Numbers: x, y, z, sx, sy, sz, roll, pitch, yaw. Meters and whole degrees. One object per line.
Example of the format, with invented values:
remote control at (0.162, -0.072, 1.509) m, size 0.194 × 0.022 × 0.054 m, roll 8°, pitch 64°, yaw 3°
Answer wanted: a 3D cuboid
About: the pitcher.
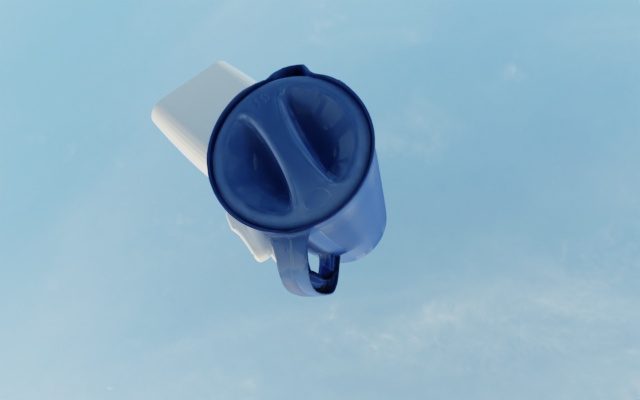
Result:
pitcher at (0.000, 0.001, 0.465) m, size 0.145 × 0.149 × 0.243 m, roll 40°, pitch -4°, yaw 21°
